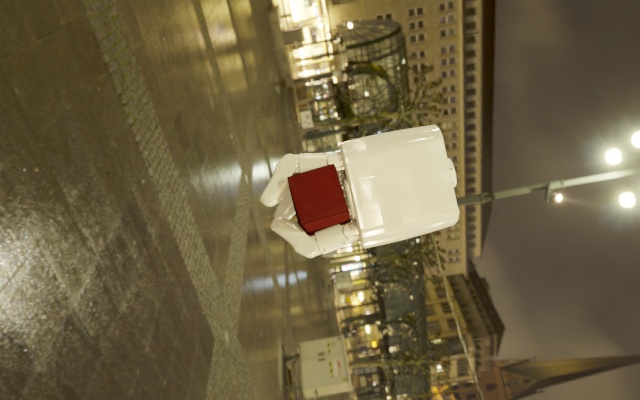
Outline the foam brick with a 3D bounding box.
[{"bbox_3d":[0.000,0.002,0.503,0.051,0.053,0.078,-16,-13,2],"label":"foam brick"}]
